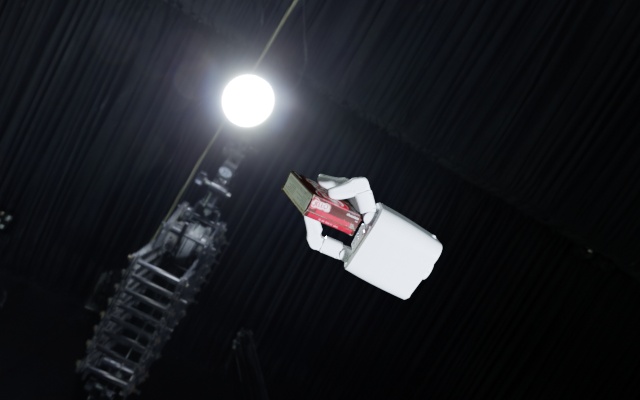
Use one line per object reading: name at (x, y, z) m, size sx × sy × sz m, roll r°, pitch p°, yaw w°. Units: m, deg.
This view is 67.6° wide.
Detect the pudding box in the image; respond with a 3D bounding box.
pudding box at (0.000, 0.003, 0.716) m, size 0.090 × 0.039 × 0.113 m, roll 25°, pitch 8°, yaw -29°
